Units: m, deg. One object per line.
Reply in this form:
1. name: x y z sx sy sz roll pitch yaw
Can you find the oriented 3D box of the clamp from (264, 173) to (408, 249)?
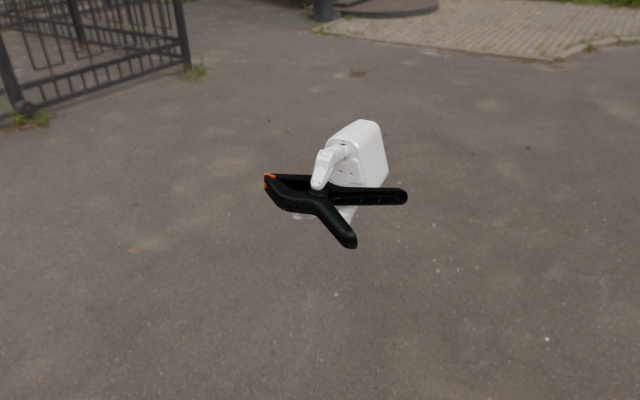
1. clamp: 0.000 0.001 0.672 0.210 0.036 0.164 14 29 22
